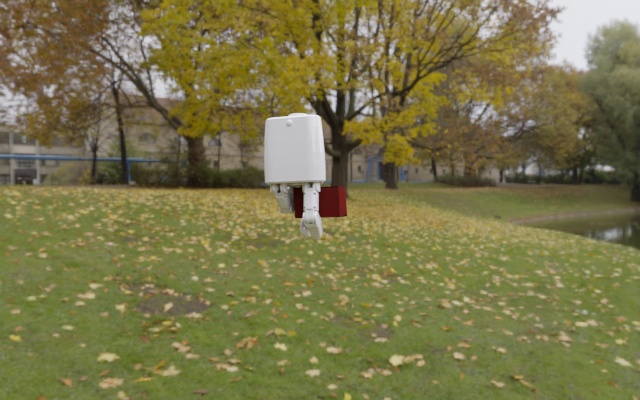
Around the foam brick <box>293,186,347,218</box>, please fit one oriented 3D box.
[{"bbox_3d":[0.000,0.003,0.788,0.078,0.051,0.053,-2,0,15],"label":"foam brick"}]
